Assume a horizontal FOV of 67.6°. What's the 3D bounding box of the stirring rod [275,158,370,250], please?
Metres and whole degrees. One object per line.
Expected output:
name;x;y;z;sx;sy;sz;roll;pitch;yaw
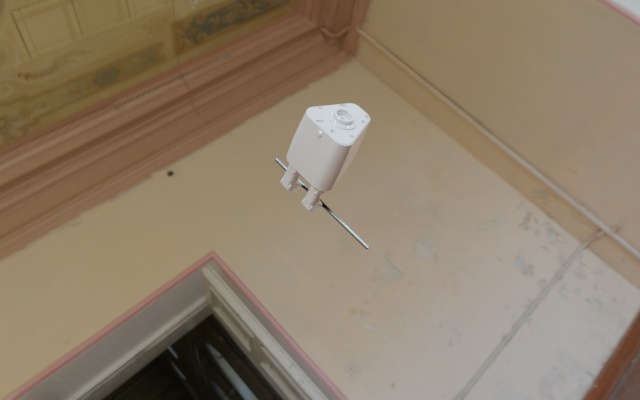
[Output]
stirring rod;0.000;0.003;0.867;0.239;0.011;0.011;44;15;16
